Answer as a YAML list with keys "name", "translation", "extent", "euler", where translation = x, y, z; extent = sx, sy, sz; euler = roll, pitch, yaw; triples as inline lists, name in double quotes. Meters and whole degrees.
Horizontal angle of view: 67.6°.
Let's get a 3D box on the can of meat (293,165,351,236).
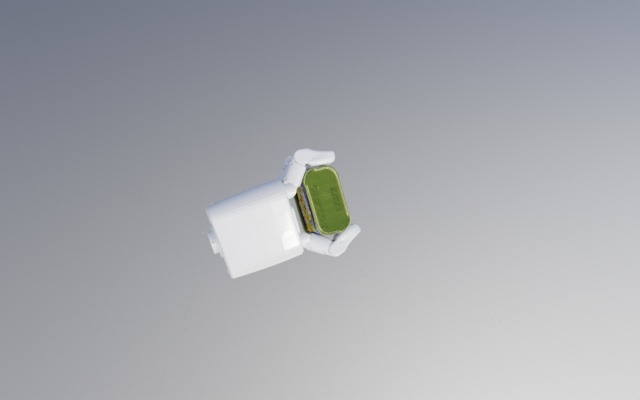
- name: "can of meat"
  translation: [0.000, 0.002, 0.693]
  extent: [0.057, 0.102, 0.084]
  euler: [-17, 0, -14]
